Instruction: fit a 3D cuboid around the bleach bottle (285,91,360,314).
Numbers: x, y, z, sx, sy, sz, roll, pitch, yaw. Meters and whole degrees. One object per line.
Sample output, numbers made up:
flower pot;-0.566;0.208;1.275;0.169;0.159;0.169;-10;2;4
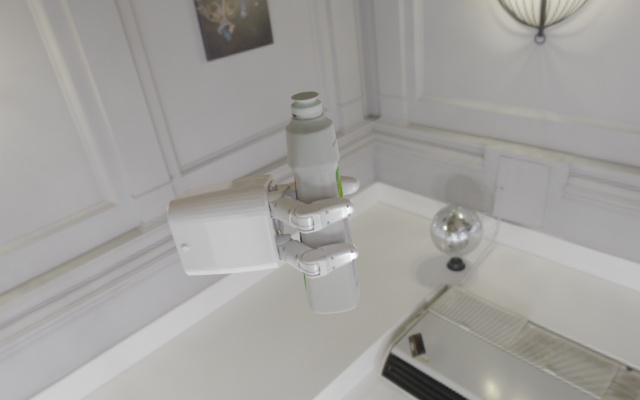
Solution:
bleach bottle;0.000;0.002;0.537;0.068;0.251;0.102;-7;28;2
